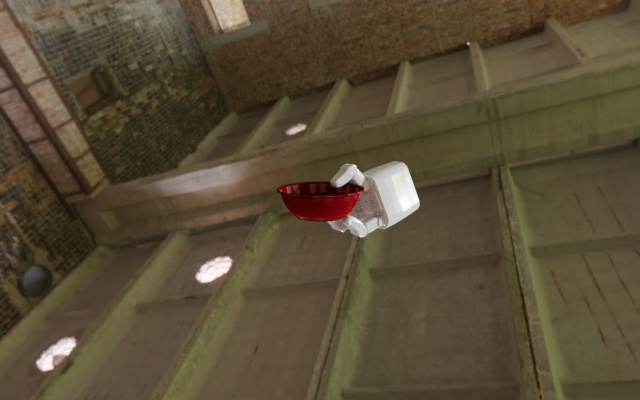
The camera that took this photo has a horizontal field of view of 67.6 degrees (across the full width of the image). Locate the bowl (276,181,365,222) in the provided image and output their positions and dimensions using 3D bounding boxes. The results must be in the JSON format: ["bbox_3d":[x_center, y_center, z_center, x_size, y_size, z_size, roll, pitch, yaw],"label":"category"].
[{"bbox_3d":[-0.001,0.003,0.879,0.162,0.055,0.162,0,11,0],"label":"bowl"}]
